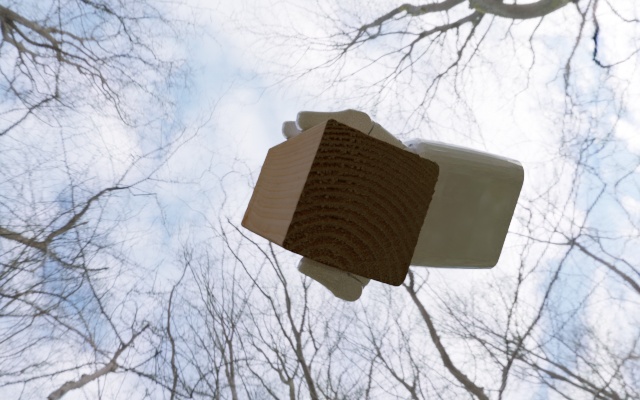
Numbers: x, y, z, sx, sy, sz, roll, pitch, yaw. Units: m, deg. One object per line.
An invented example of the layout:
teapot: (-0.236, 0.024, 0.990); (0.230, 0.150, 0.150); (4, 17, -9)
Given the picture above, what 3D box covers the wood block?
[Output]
wood block: (0.000, 0.002, 0.408); (0.090, 0.091, 0.206); (20, -5, -16)
